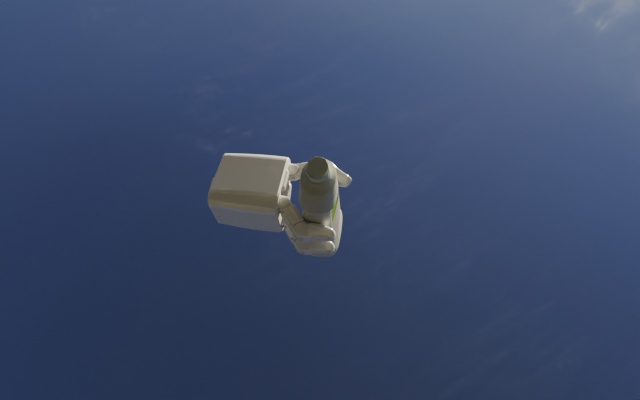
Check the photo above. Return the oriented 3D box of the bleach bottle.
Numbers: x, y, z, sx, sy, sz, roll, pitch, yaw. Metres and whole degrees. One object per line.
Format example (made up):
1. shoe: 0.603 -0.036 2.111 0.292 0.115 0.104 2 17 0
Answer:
1. bleach bottle: 0.000 0.003 0.735 0.068 0.102 0.251 5 -26 4
